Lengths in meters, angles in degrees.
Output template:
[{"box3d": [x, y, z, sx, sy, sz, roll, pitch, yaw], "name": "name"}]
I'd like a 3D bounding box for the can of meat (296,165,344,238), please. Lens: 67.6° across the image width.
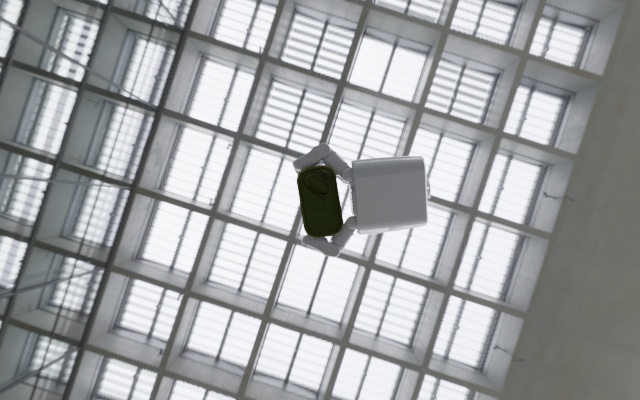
[{"box3d": [0.000, 0.002, 0.715, 0.057, 0.102, 0.084, -9, -1, 1], "name": "can of meat"}]
